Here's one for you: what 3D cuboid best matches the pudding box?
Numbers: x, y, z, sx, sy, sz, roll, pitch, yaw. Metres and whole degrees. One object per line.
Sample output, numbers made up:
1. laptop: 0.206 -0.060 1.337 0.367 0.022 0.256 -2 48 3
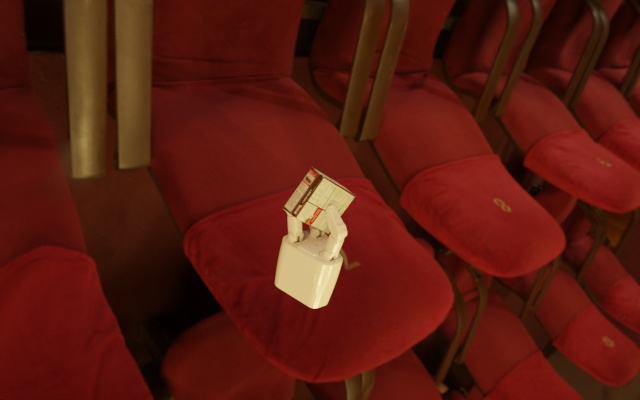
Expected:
1. pudding box: 0.000 0.003 0.848 0.039 0.090 0.113 38 6 37
